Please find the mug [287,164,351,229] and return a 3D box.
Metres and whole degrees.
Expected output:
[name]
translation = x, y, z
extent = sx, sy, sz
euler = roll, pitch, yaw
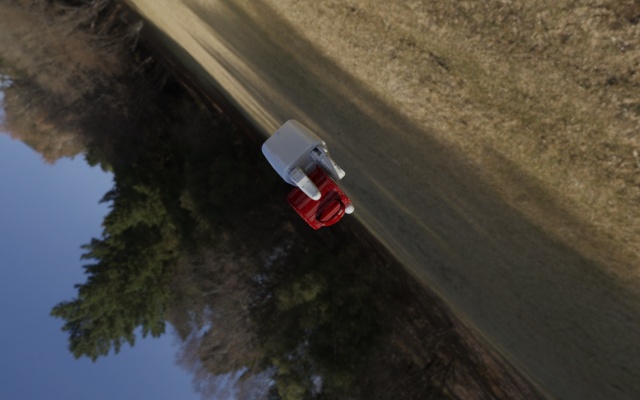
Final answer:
[mug]
translation = 0.001, 0.004, 0.842
extent = 0.093, 0.081, 0.117
euler = 46, 1, -46
